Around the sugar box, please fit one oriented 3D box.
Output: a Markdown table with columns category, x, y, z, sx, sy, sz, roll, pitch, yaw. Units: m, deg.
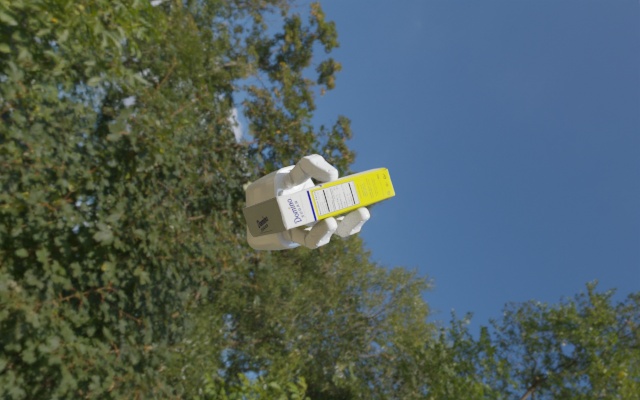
| category | x | y | z | sx | sy | sz | roll | pitch | yaw |
| --- | --- | --- | --- | --- | --- | --- | --- | --- | --- |
| sugar box | 0.000 | 0.003 | 0.611 | 0.176 | 0.048 | 0.093 | -19 | 2 | -35 |
